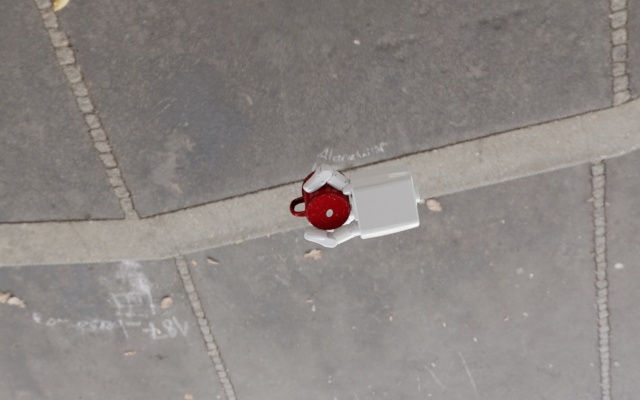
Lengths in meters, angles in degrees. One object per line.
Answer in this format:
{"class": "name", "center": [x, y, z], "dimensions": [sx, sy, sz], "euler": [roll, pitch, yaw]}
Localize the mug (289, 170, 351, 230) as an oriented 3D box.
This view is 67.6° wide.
{"class": "mug", "center": [-0.001, 0.003, 0.872], "dimensions": [0.117, 0.093, 0.081], "euler": [-11, 32, 4]}
